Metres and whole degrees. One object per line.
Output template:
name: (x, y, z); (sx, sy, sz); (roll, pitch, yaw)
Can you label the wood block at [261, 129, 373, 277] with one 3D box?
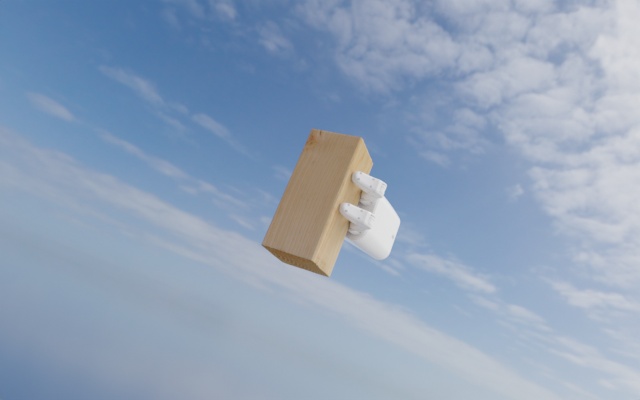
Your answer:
wood block: (0.000, 0.002, 0.755); (0.091, 0.206, 0.090); (14, -19, 25)
